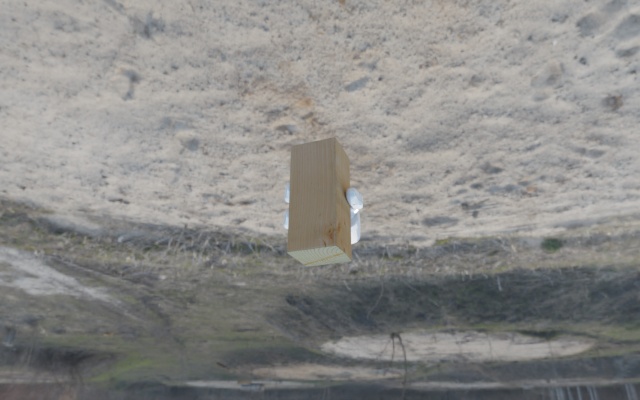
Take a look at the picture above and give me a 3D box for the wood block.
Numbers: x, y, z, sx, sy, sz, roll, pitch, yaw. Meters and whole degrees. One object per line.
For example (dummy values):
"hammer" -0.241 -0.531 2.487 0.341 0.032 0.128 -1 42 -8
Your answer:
"wood block" 0.001 0.003 0.858 0.091 0.206 0.090 -9 -26 19
